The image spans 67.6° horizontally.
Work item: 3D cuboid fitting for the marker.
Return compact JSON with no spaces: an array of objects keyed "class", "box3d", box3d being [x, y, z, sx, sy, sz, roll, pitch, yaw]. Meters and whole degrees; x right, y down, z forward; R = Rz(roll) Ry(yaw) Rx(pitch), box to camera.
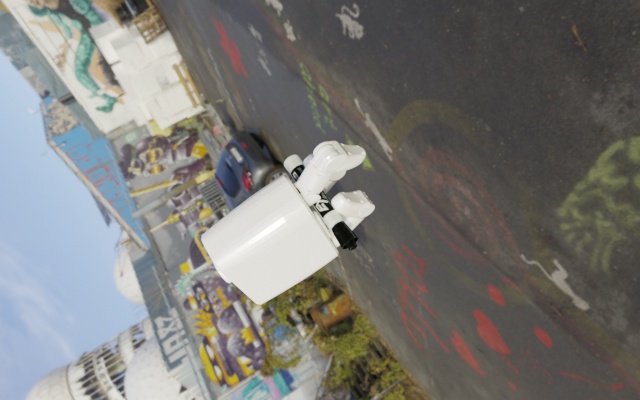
[{"class":"marker","box3d":[0.000,0.002,0.484,0.020,0.121,0.020,-28,-27,-16]}]
